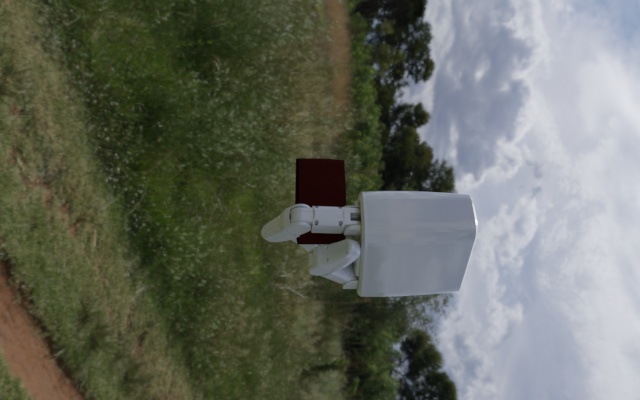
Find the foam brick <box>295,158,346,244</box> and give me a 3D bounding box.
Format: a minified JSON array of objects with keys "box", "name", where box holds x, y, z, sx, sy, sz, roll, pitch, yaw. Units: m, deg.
[{"box":[0.000,0.001,0.502,0.051,0.078,0.053,-1,-30,0],"name":"foam brick"}]
